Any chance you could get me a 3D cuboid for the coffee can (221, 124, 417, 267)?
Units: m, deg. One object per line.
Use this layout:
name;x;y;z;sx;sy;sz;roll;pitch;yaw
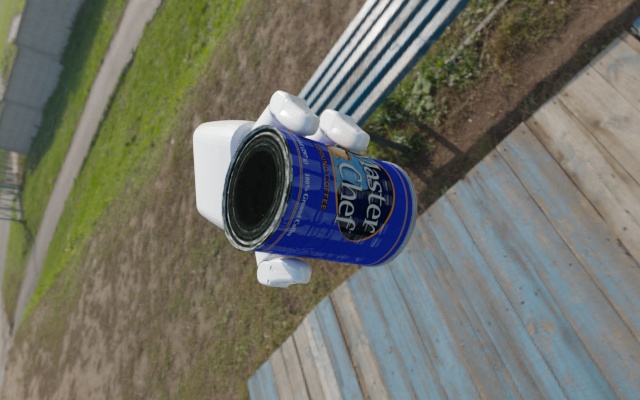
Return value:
coffee can;0.000;0.001;0.419;0.140;0.103;0.103;12;-8;-37
